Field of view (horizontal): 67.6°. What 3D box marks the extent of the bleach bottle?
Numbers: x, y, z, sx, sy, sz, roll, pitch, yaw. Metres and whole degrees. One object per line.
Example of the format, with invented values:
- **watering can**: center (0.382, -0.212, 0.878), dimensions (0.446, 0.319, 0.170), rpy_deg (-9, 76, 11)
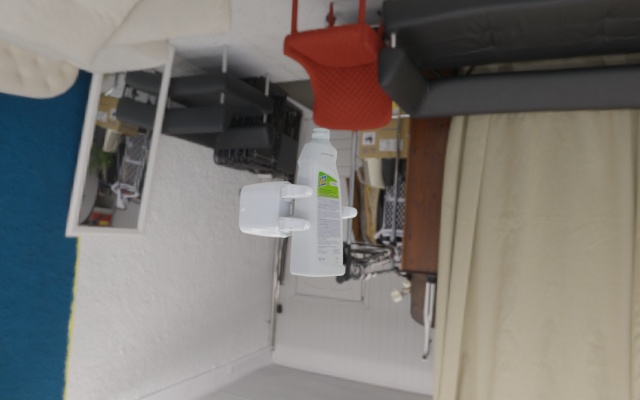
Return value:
- **bleach bottle**: center (0.000, 0.003, 0.829), dimensions (0.068, 0.251, 0.102), rpy_deg (0, -5, 38)
